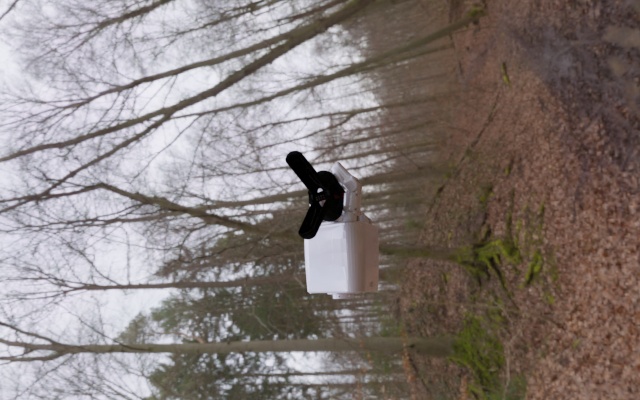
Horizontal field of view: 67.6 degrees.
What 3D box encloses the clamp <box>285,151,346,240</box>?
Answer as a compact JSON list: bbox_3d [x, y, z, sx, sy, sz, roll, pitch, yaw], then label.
[{"bbox_3d":[0.000,0.002,0.702,0.039,0.120,0.171,-6,-11,25],"label":"clamp"}]
